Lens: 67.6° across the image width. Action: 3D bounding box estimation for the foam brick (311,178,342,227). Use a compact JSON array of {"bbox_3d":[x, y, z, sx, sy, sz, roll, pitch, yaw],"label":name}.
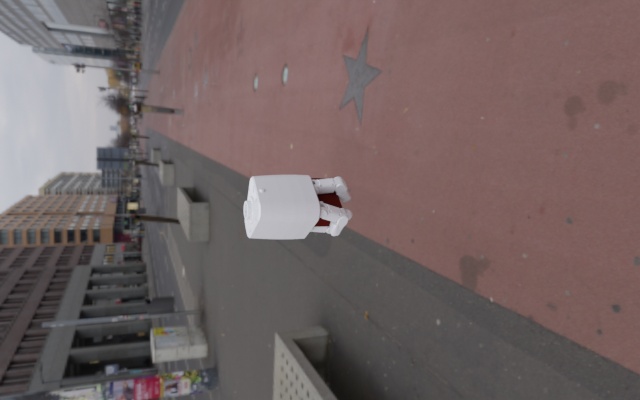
[{"bbox_3d":[0.000,0.003,0.882,0.051,0.078,0.053,0,-44,-21],"label":"foam brick"}]
